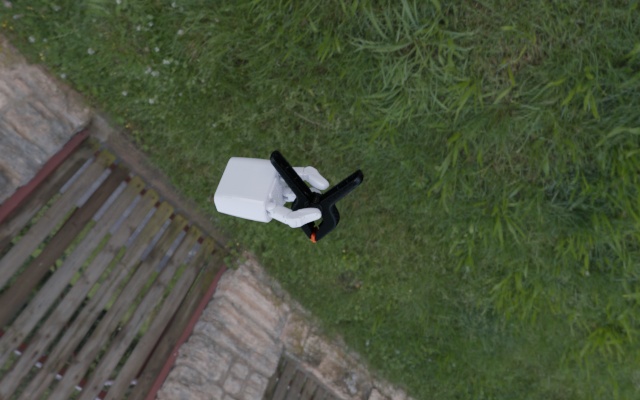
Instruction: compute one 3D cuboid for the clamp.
[{"bbox_3d":[0.000,0.004,0.868,0.164,0.210,0.036,10,48,17],"label":"clamp"}]
